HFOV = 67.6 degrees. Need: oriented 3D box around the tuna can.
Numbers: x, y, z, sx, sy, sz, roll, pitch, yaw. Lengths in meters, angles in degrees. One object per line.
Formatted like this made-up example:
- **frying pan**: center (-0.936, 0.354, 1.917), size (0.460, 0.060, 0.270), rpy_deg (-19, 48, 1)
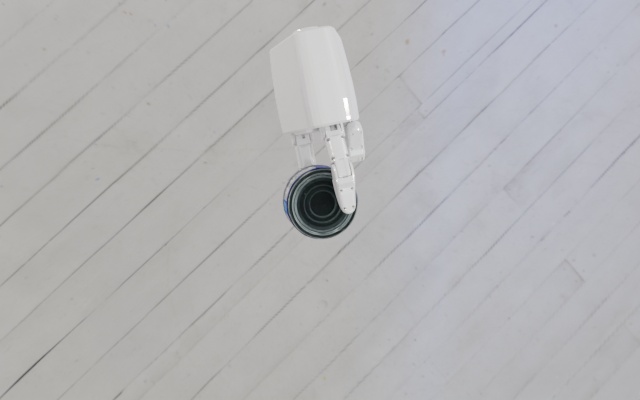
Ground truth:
- **tuna can**: center (0.000, 0.002, 0.563), size (0.086, 0.086, 0.033), rpy_deg (0, 9, -12)
